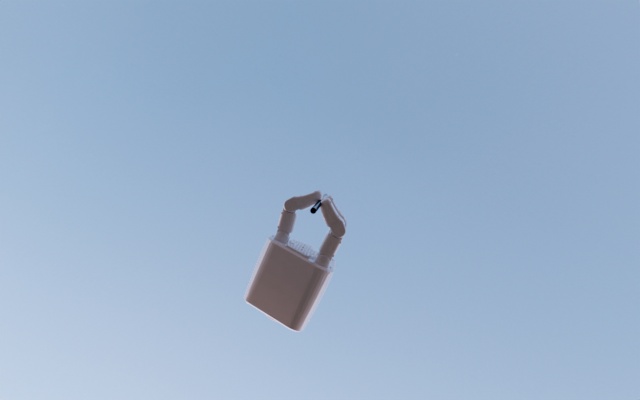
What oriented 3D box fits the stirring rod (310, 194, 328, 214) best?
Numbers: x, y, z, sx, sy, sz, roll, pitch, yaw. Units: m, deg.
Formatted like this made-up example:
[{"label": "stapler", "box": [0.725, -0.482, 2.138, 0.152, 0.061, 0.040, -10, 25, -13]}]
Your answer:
[{"label": "stirring rod", "box": [0.000, 0.002, 0.713, 0.011, 0.011, 0.239, 0, 5, 4]}]
